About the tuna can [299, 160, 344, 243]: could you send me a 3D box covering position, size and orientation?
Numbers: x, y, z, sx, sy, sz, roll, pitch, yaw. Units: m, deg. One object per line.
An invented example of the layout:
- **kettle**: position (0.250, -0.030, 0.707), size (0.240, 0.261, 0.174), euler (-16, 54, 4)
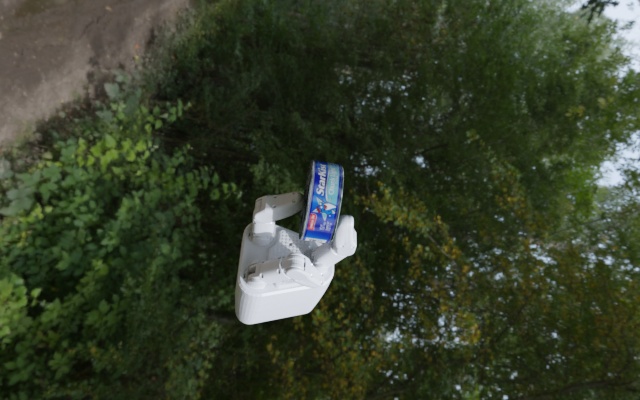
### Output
- **tuna can**: position (0.001, 0.002, 0.504), size (0.034, 0.086, 0.086), euler (9, -1, -5)
